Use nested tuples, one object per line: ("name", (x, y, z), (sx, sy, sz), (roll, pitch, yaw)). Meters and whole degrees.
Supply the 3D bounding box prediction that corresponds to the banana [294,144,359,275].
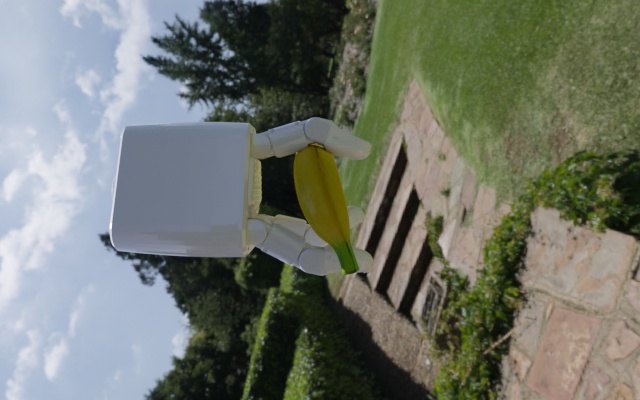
("banana", (-0.002, -0.014, 0.413), (0.037, 0.070, 0.197), (-10, 25, -1))
